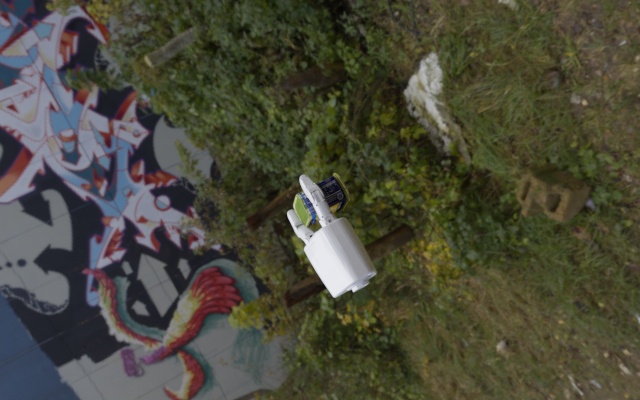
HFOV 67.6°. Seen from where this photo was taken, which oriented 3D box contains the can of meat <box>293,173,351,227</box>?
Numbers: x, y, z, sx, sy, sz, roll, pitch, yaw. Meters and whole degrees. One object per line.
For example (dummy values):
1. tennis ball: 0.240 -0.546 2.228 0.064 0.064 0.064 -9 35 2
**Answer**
1. can of meat: 0.000 0.003 0.879 0.084 0.057 0.102 -28 -11 -14
